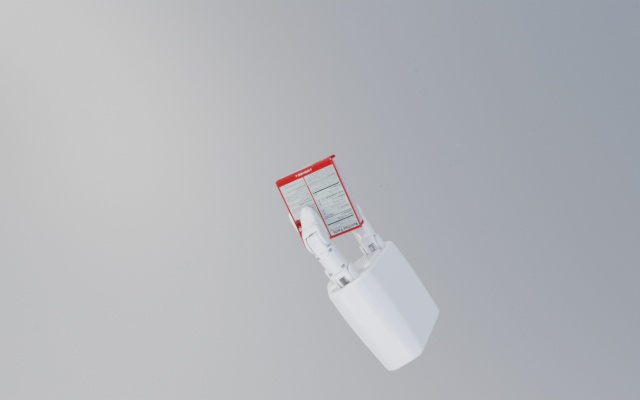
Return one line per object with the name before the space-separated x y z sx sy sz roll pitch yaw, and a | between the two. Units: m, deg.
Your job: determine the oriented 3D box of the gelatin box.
gelatin box | 0.000 0.002 0.556 0.073 0.089 0.030 -23 8 15
